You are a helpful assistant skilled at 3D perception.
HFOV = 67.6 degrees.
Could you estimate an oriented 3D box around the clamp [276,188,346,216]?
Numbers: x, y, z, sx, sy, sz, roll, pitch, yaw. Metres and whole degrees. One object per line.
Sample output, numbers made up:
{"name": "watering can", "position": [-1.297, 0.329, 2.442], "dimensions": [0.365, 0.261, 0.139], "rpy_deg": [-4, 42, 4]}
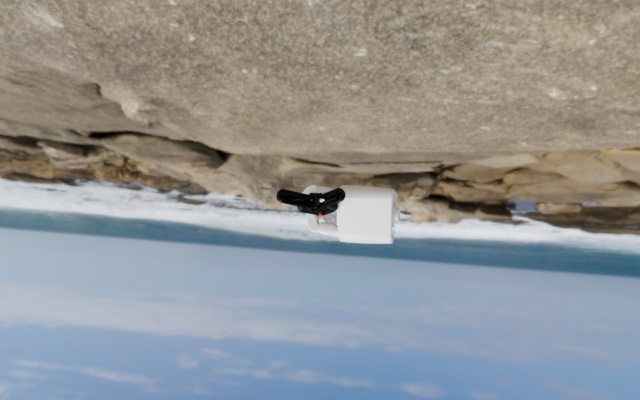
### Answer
{"name": "clamp", "position": [0.000, 0.004, 0.895], "dimensions": [0.120, 0.039, 0.171], "rpy_deg": [3, -7, 16]}
